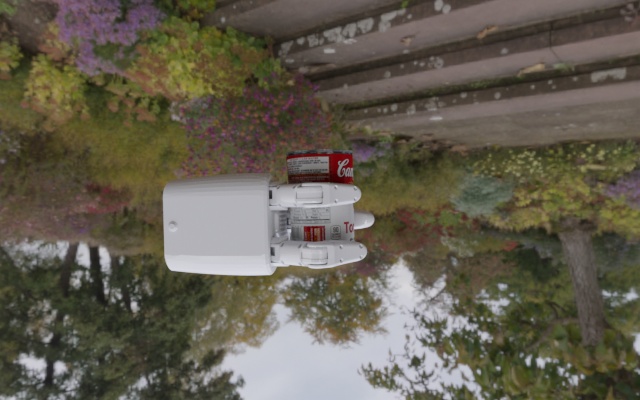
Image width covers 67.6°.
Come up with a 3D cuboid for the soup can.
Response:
[{"bbox_3d":[0.001,0.002,0.485,0.068,0.102,0.068,-1,1,0],"label":"soup can"}]
